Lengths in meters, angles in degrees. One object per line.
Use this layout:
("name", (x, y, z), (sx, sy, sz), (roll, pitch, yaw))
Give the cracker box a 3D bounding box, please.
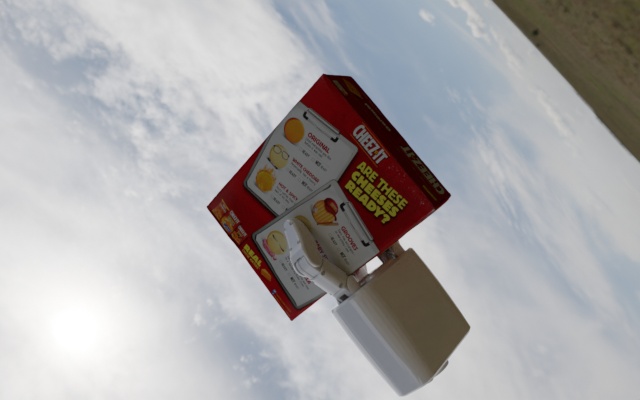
("cracker box", (0.000, 0.002, 0.505), (0.214, 0.164, 0.072), (-43, -10, 30))
